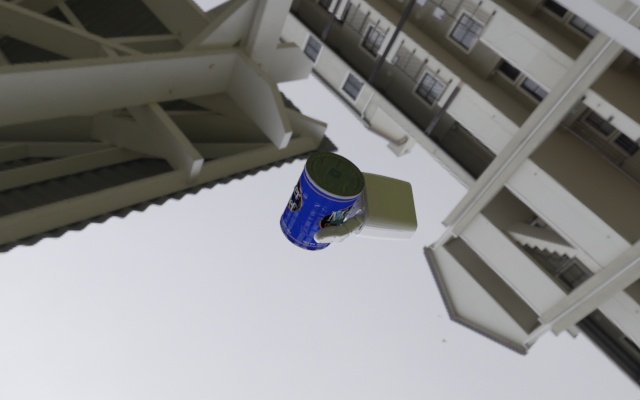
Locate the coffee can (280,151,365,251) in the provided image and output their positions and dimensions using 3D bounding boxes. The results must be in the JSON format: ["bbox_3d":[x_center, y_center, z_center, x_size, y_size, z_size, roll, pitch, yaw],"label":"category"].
[{"bbox_3d":[0.000,0.003,0.809,0.103,0.102,0.140,0,-42,-29],"label":"coffee can"}]
